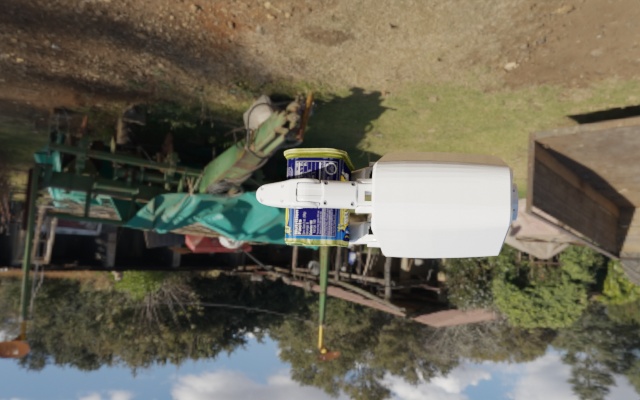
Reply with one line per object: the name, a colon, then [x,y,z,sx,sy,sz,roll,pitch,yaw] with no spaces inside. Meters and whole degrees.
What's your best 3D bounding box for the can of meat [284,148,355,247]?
can of meat: [0.000,0.002,0.456,0.057,0.084,0.102,0,-6,10]
